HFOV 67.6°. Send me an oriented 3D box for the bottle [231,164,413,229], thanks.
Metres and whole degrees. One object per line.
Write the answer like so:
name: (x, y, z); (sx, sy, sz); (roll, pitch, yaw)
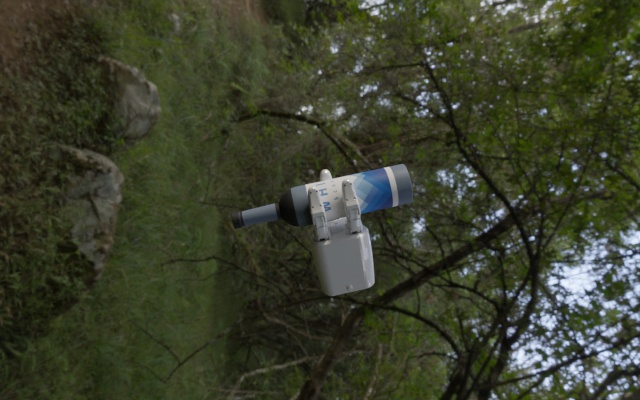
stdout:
bottle: (0.000, 0.002, 0.791); (0.296, 0.069, 0.069); (-12, 0, -2)
